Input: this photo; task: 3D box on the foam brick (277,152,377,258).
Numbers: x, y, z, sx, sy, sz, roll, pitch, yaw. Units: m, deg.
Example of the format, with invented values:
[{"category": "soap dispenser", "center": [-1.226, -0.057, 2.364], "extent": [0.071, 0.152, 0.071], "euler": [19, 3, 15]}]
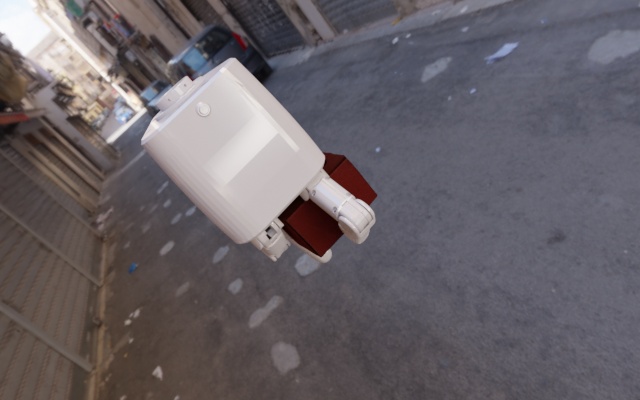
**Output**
[{"category": "foam brick", "center": [0.000, 0.001, 0.424], "extent": [0.051, 0.078, 0.053], "euler": [48, -13, -24]}]
